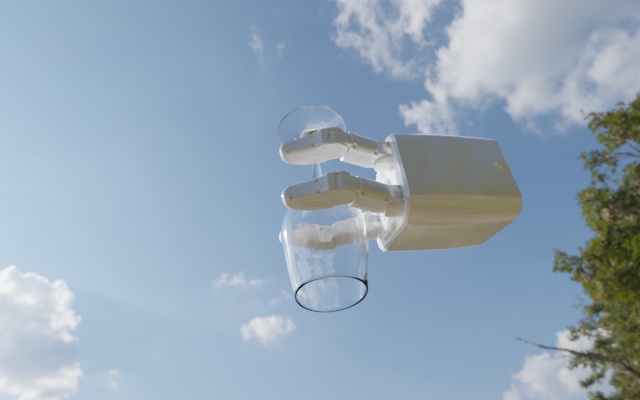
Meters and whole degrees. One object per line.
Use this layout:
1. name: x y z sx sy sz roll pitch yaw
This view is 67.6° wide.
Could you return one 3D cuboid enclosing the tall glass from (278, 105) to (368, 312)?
1. tall glass: 0.000 0.001 0.455 0.079 0.200 0.079 -4 -40 -3
